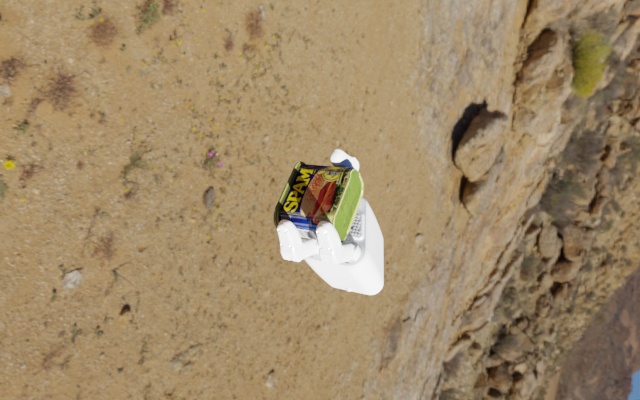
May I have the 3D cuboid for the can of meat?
[{"bbox_3d":[0.000,0.002,0.615,0.084,0.102,0.057,7,-32,28],"label":"can of meat"}]
